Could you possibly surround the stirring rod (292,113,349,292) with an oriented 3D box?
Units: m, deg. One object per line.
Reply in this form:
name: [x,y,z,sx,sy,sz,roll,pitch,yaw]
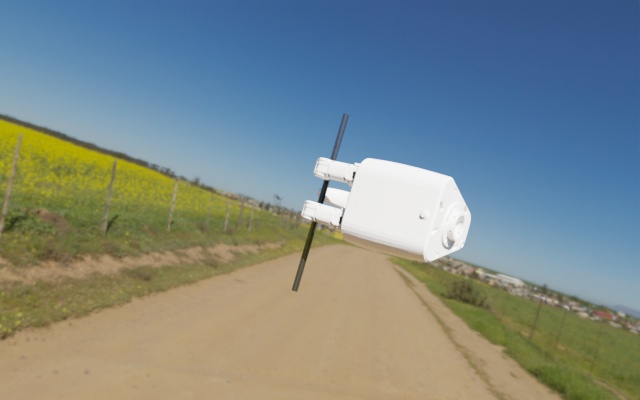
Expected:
stirring rod: [0.000,0.002,0.624,0.011,0.239,0.011,16,-2,1]
